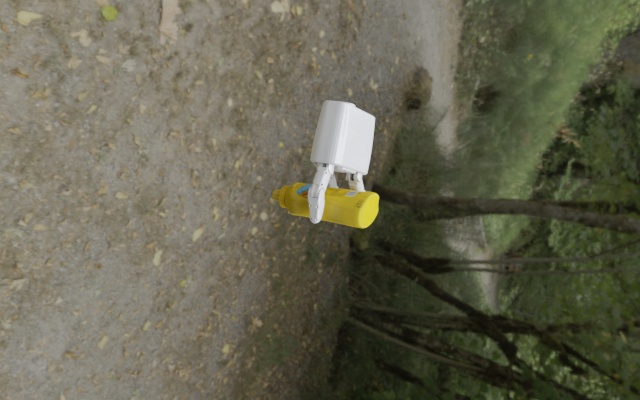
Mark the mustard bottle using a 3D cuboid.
[{"bbox_3d":[0.000,0.003,0.849,0.191,0.058,0.096,9,21,24],"label":"mustard bottle"}]
